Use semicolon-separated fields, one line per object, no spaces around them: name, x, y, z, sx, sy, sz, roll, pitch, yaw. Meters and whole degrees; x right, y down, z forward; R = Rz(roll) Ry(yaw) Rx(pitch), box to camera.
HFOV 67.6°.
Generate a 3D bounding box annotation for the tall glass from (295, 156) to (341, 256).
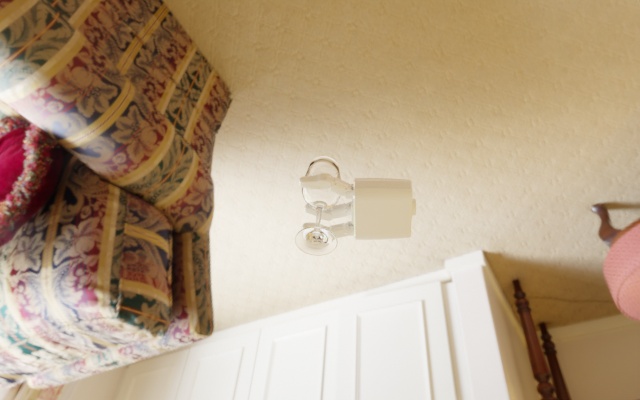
tall glass;0.000;0.003;0.894;0.079;0.079;0.200;0;44;5
